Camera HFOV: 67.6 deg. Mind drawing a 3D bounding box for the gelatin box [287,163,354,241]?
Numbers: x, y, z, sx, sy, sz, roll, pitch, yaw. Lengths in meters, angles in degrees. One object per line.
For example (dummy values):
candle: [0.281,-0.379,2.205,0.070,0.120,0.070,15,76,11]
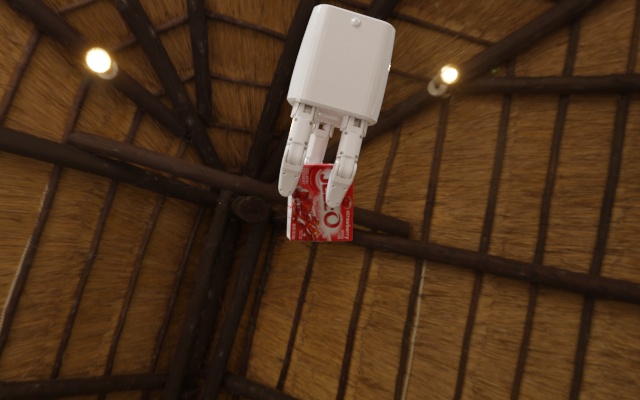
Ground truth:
gelatin box: [0.000,0.002,0.550,0.073,0.089,0.030,1,5,-11]
